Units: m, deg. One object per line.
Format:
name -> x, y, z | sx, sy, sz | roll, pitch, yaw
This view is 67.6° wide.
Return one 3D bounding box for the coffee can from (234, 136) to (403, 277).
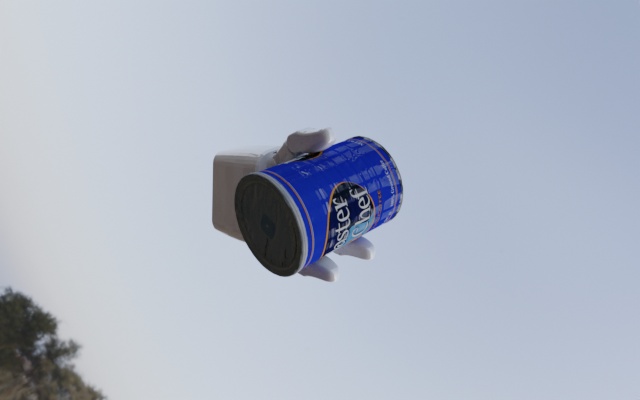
coffee can -> 0.000, 0.002, 0.483 | 0.140, 0.103, 0.103 | -24, 15, -37
